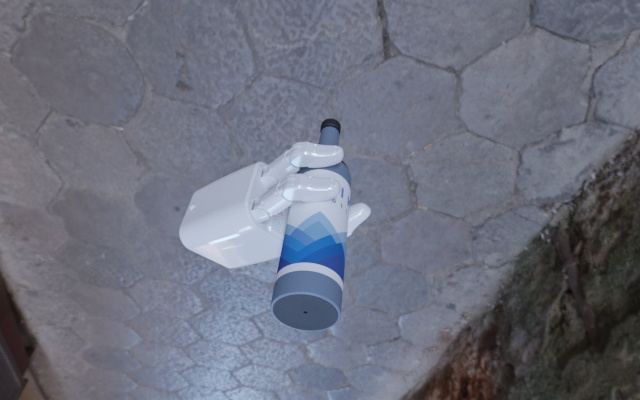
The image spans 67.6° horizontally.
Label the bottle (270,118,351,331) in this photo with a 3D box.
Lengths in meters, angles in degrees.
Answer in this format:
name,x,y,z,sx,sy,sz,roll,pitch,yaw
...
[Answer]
name,x,y,z,sx,sy,sz,roll,pitch,yaw
bottle,0.000,0.002,0.547,0.069,0.069,0.295,4,45,4
